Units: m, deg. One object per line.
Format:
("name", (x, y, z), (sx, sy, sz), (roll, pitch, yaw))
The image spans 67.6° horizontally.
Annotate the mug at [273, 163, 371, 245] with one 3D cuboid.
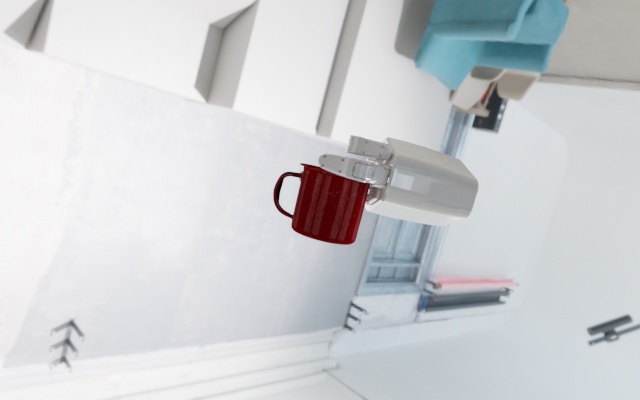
("mug", (-0.001, 0.002, 0.577), (0.117, 0.081, 0.093), (13, 5, -3))
